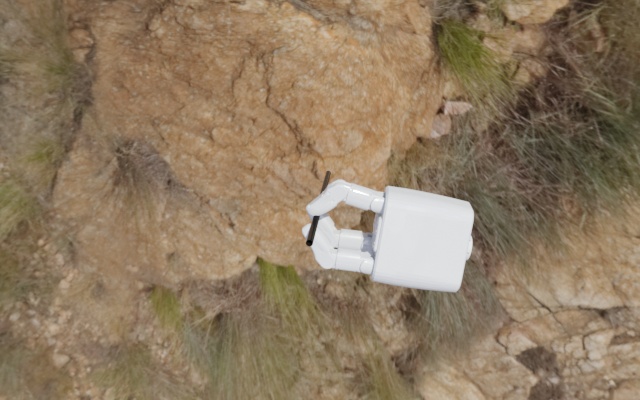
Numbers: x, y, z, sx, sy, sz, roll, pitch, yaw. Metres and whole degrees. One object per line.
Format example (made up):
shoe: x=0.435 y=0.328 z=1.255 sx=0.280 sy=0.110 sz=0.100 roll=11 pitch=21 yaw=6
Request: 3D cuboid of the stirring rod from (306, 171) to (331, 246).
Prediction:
stirring rod: x=0.000 y=0.002 z=0.637 sx=0.011 sy=0.011 sz=0.239 roll=0 pitch=22 yaw=6
